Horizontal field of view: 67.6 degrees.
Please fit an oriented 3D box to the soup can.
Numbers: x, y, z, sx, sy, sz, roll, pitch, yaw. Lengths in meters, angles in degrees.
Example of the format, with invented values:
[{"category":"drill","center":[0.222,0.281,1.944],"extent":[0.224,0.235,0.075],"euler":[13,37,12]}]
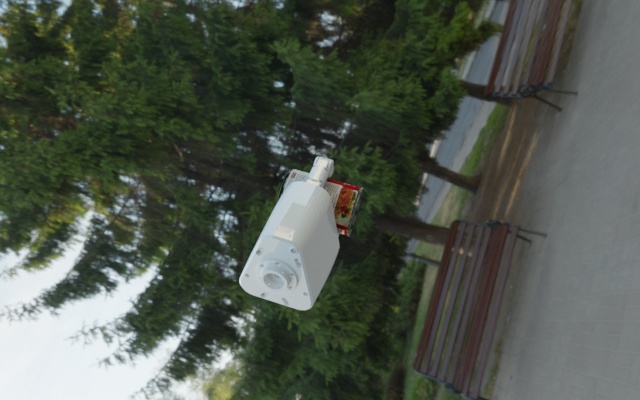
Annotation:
[{"category":"soup can","center":[0.000,0.002,0.646],"extent":[0.102,0.068,0.068],"euler":[16,2,9]}]
